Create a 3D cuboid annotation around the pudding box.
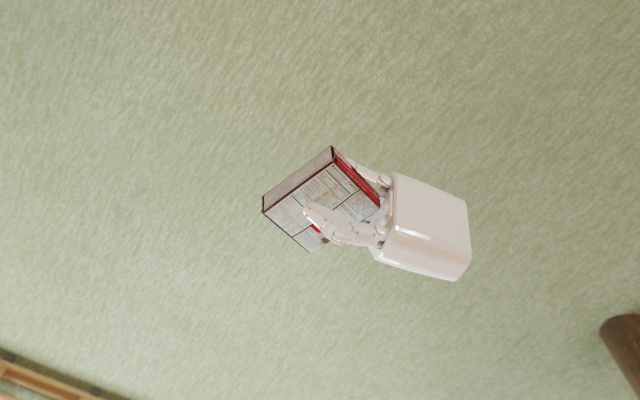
[{"bbox_3d":[0.000,0.002,0.563,0.113,0.090,0.039,-36,29,20],"label":"pudding box"}]
